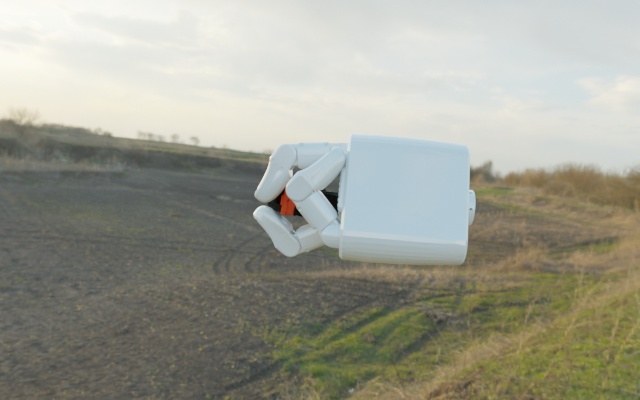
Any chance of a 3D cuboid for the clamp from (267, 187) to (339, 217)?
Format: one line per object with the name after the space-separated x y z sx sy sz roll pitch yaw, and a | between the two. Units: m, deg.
0.000 0.001 0.524 0.120 0.039 0.171 2 4 5 | clamp
